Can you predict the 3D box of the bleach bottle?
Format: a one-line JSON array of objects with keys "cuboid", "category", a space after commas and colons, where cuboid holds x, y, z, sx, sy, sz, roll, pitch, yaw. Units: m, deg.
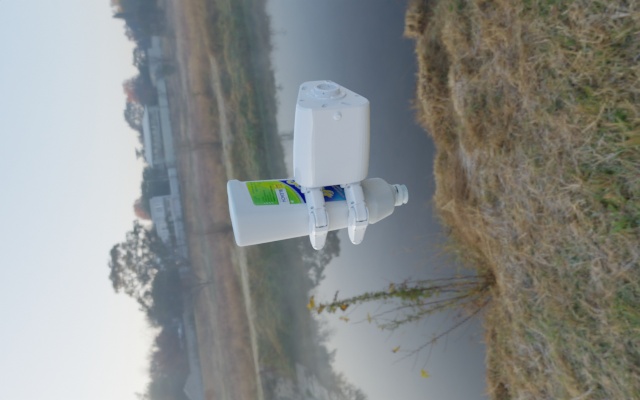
[{"cuboid": [0.000, 0.002, 0.679, 0.251, 0.068, 0.102, -8, 33, -14], "category": "bleach bottle"}]
